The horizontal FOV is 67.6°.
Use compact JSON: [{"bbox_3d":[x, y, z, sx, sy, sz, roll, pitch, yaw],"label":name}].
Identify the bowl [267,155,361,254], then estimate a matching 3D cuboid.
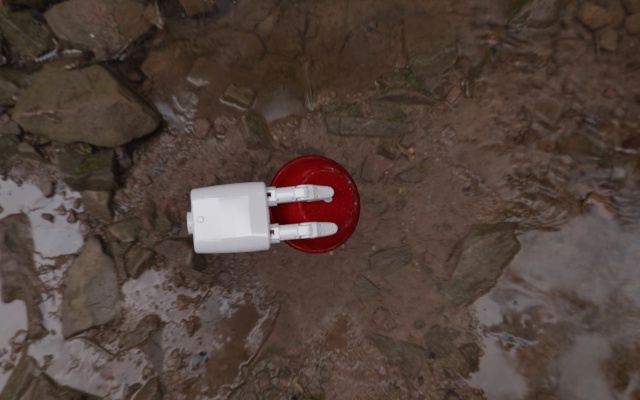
[{"bbox_3d":[0.001,0.002,0.748,0.162,0.162,0.055,0,-7,-21],"label":"bowl"}]
